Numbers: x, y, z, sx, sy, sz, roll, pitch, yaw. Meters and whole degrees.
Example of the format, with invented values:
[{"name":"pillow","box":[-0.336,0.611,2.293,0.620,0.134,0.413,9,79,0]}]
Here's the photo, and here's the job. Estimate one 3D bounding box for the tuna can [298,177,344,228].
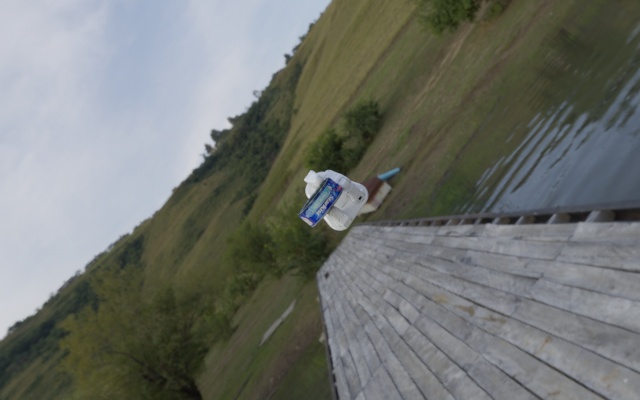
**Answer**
[{"name":"tuna can","box":[0.000,0.002,0.813,0.034,0.086,0.086,39,-4,-5]}]
